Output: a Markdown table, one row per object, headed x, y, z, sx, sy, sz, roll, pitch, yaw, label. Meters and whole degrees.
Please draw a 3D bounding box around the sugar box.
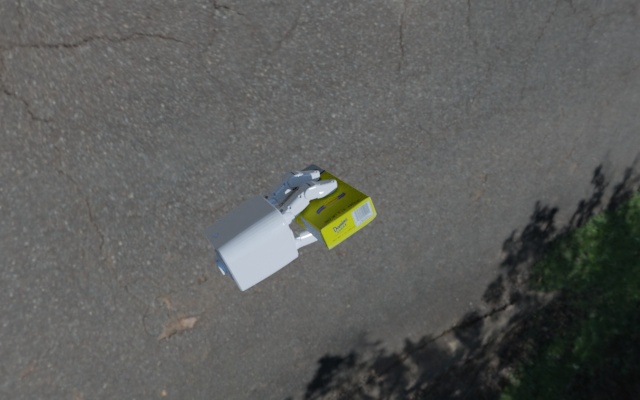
| x | y | z | sx | sy | sz | roll | pitch | yaw | label |
| --- | --- | --- | --- | --- | --- | --- | --- | --- | --- |
| 0.000 | 0.002 | 0.761 | 0.093 | 0.048 | 0.176 | -33 | 36 | -16 | sugar box |
